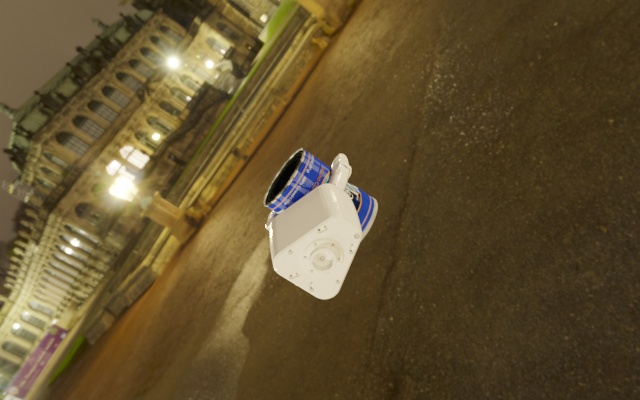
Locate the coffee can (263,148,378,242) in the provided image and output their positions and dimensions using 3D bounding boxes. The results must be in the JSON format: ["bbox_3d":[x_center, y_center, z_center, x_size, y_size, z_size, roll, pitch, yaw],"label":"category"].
[{"bbox_3d":[0.000,0.002,0.719,0.140,0.103,0.103,34,-11,-17],"label":"coffee can"}]
